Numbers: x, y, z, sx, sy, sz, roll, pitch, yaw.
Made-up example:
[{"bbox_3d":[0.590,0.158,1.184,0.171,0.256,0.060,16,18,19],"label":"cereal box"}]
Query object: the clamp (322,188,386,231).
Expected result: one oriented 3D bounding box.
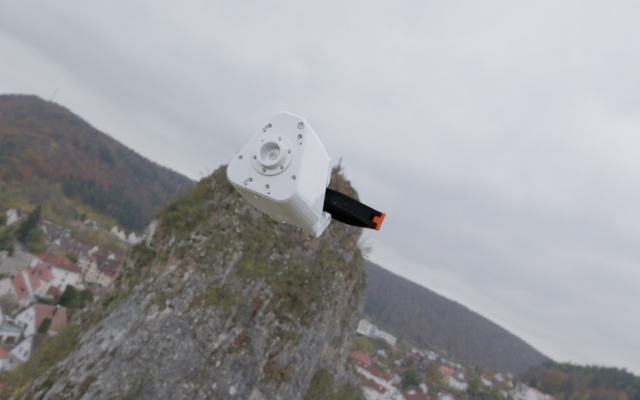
[{"bbox_3d":[0.001,0.002,0.735,0.210,0.036,0.165,21,-12,18],"label":"clamp"}]
